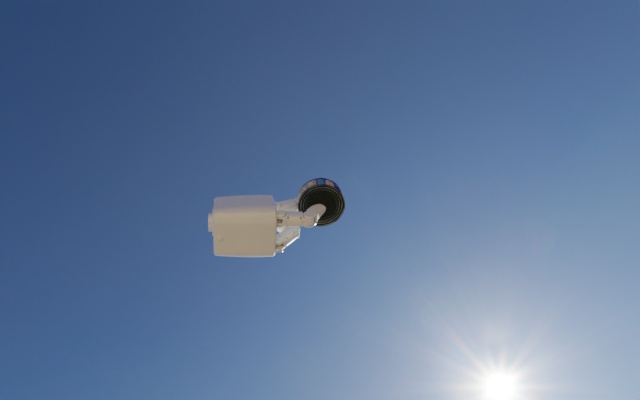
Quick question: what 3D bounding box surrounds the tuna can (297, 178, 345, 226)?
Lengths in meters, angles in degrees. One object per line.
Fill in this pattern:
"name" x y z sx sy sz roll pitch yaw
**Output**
"tuna can" 0.000 0.003 0.872 0.086 0.086 0.033 0 29 -7
